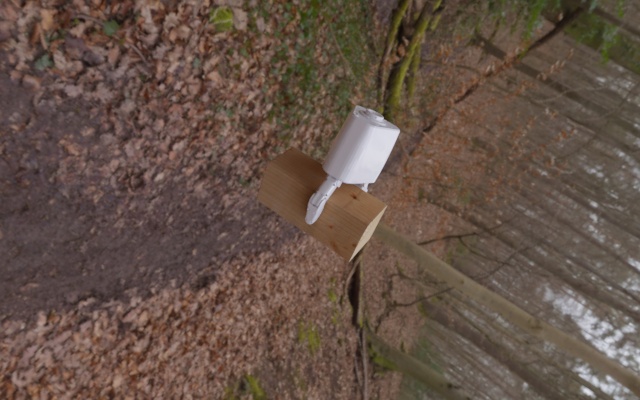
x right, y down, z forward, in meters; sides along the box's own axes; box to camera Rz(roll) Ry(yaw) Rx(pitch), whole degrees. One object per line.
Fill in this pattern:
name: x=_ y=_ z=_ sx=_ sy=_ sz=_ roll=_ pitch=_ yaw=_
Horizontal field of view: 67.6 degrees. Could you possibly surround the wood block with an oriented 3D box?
wood block: x=0.000 y=0.003 z=0.858 sx=0.206 sy=0.090 sz=0.090 roll=33 pitch=36 yaw=14
